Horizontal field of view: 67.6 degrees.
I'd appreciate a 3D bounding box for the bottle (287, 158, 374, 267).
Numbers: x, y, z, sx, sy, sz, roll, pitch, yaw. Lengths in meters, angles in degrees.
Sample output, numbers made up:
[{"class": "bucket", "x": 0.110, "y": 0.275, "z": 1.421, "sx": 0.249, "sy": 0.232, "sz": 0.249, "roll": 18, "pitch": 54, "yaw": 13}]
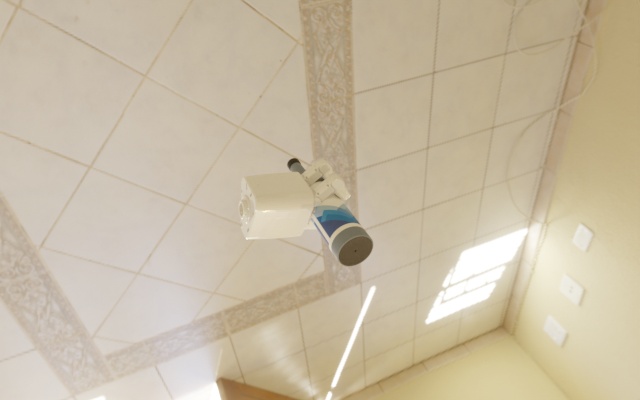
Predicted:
[{"class": "bottle", "x": 0.000, "y": 0.003, "z": 0.887, "sx": 0.069, "sy": 0.069, "sz": 0.295, "roll": 0, "pitch": 33, "yaw": -28}]
